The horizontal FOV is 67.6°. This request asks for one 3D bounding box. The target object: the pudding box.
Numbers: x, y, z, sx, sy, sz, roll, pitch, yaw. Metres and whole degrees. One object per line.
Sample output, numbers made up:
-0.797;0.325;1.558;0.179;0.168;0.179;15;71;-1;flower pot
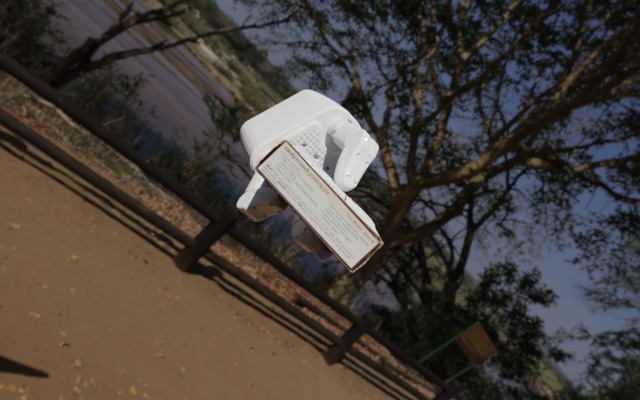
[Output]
0.000;0.001;0.403;0.039;0.113;0.090;-45;1;5;pudding box
